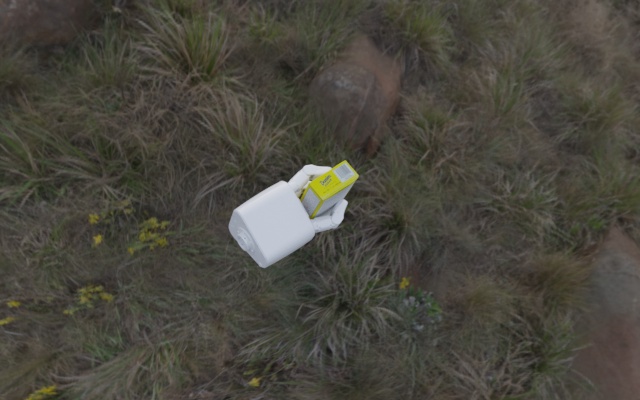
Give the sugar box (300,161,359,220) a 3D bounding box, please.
[{"bbox_3d":[0.000,0.003,0.897,0.093,0.048,0.176,-32,-11,-30],"label":"sugar box"}]
